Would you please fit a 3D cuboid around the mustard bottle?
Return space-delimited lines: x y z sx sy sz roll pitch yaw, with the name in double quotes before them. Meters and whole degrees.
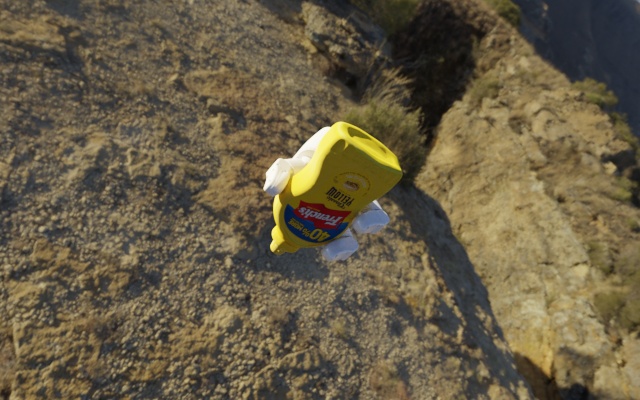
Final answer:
"mustard bottle" 0.000 0.002 0.568 0.096 0.058 0.192 28 -57 -26
